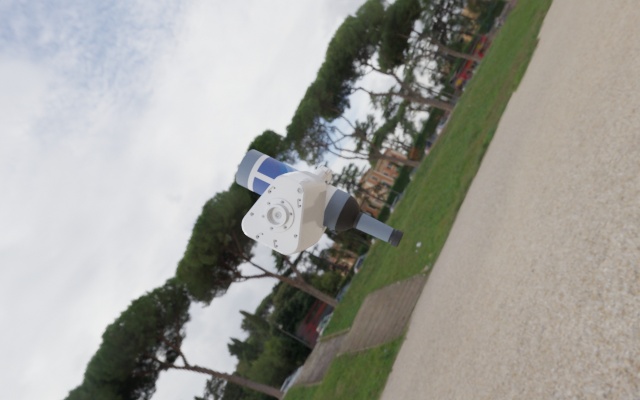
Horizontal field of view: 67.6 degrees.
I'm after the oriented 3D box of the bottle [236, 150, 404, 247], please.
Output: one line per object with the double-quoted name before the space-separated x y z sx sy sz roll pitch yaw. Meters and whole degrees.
"bottle" 0.000 0.003 0.807 0.295 0.069 0.069 25 5 12
